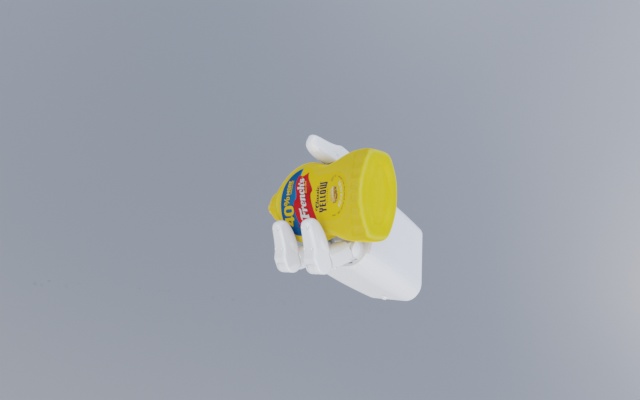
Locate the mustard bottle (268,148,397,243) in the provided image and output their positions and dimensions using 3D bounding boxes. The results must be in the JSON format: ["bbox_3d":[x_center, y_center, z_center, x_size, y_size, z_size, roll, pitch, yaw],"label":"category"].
[{"bbox_3d":[0.000,0.002,0.554,0.058,0.096,0.191,7,-10,-39],"label":"mustard bottle"}]
